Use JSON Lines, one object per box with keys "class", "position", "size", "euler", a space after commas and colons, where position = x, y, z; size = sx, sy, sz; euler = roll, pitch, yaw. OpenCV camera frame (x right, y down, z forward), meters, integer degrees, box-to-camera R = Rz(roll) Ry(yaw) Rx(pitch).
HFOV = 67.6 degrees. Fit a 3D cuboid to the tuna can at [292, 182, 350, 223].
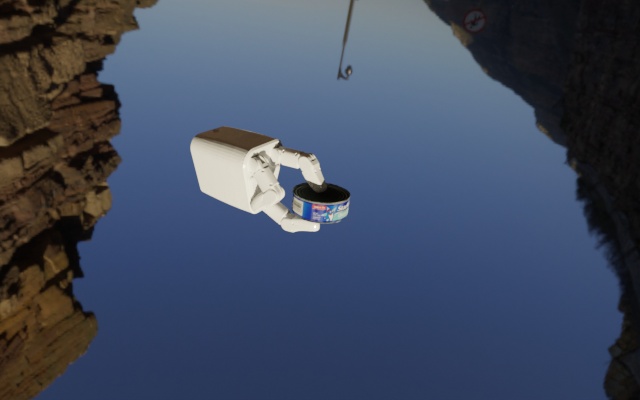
{"class": "tuna can", "position": [0.000, 0.003, 0.709], "size": [0.086, 0.034, 0.086], "euler": [5, 22, -2]}
